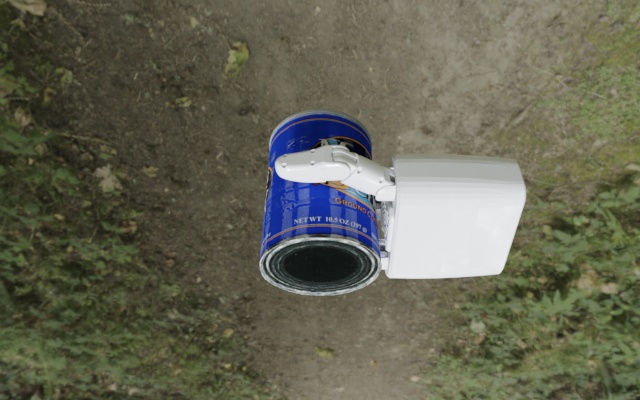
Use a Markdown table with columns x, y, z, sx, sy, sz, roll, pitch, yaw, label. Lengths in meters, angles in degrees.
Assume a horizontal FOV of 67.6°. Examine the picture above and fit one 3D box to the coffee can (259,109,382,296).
| x | y | z | sx | sy | sz | roll | pitch | yaw | label |
| --- | --- | --- | --- | --- | --- | --- | --- | --- | --- |
| 0.000 | 0.001 | 0.439 | 0.103 | 0.140 | 0.103 | 0 | -36 | 0 | coffee can |
